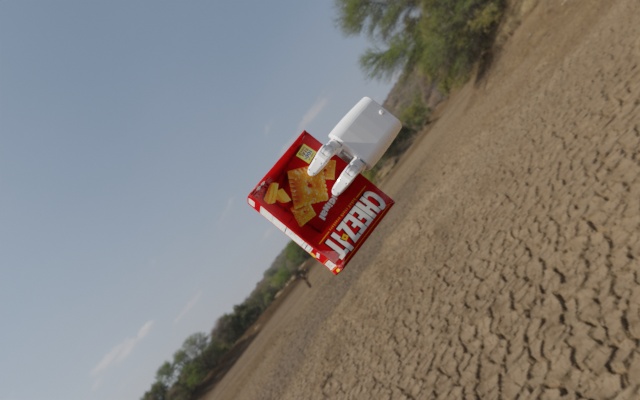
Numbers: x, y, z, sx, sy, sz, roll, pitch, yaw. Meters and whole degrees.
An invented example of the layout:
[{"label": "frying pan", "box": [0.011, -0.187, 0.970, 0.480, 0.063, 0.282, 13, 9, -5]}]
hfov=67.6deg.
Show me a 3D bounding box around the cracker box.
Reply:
[{"label": "cracker box", "box": [0.000, 0.003, 0.866, 0.213, 0.164, 0.072, 39, -16, 4]}]
